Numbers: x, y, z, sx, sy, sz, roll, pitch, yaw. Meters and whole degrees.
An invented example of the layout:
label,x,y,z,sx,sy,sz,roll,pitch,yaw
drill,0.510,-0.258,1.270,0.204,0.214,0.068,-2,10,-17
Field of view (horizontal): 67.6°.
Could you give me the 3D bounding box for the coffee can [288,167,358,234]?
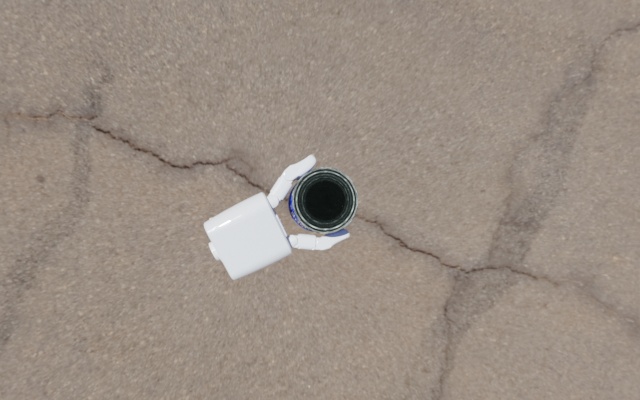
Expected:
label,x,y,z,sx,sy,sz,roll,pitch,yaw
coffee can,0.000,0.003,0.797,0.103,0.103,0.140,0,-2,-6
